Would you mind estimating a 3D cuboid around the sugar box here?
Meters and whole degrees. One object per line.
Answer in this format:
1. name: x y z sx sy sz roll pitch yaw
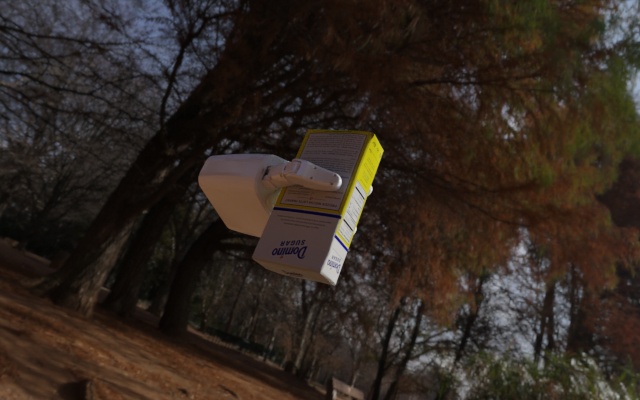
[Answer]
1. sugar box: 0.000 0.002 0.543 0.093 0.176 0.048 7 -24 33
